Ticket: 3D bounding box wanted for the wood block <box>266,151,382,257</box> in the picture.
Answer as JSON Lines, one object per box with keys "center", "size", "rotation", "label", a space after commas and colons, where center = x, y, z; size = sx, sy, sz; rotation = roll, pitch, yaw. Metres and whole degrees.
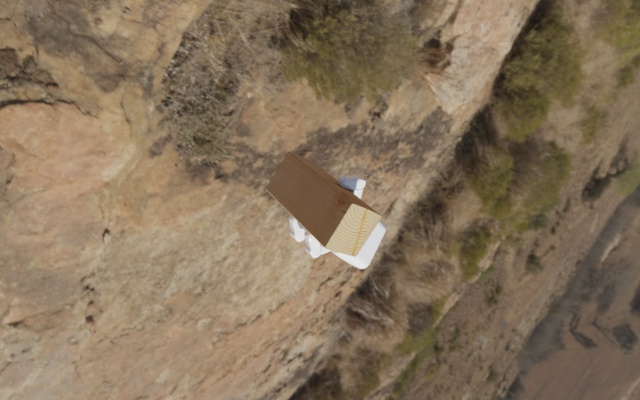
{"center": [0.001, 0.003, 0.875], "size": [0.090, 0.091, 0.206], "rotation": [22, 14, -46], "label": "wood block"}
